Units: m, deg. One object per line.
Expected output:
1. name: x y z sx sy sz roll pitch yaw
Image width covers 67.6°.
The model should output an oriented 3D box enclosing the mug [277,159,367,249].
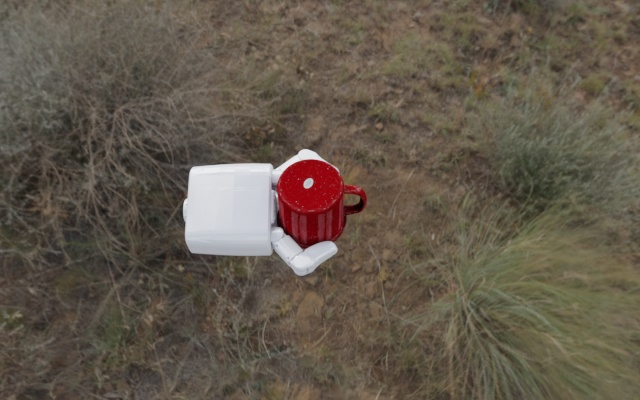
1. mug: 0.002 0.002 0.600 0.117 0.093 0.082 -1 -32 0
